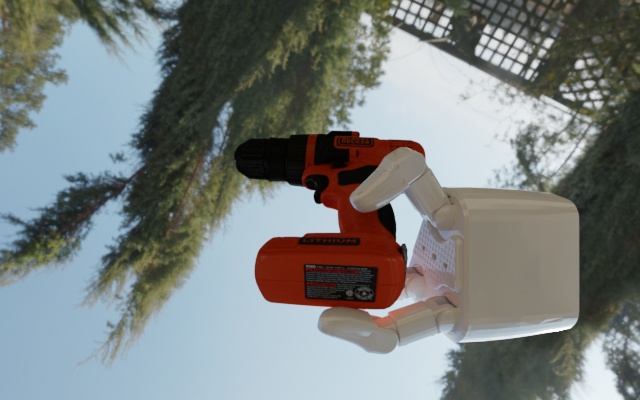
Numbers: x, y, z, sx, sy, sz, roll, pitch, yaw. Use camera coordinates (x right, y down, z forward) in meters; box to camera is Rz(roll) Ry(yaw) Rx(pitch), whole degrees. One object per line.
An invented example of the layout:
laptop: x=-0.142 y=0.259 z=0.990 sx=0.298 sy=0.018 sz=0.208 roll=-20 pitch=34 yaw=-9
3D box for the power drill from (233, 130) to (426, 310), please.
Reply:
power drill: x=0.000 y=0.002 z=0.403 sx=0.184 sy=0.057 sz=0.187 roll=1 pitch=38 yaw=7
